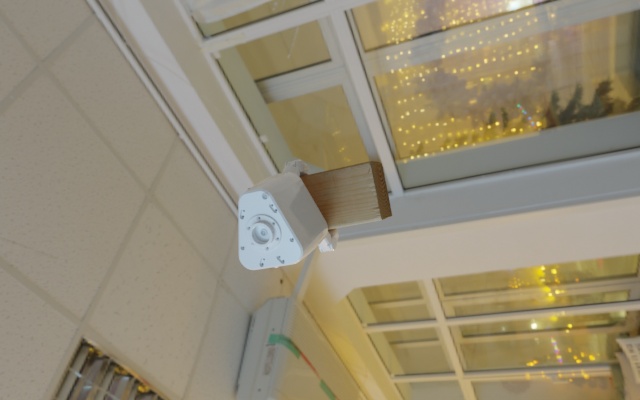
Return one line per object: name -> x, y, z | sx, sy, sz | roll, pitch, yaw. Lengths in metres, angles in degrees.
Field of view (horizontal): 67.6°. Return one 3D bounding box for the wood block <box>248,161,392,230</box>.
wood block -> 0.000, 0.002, 0.769 | 0.206, 0.091, 0.090 | -11, -1, 19
